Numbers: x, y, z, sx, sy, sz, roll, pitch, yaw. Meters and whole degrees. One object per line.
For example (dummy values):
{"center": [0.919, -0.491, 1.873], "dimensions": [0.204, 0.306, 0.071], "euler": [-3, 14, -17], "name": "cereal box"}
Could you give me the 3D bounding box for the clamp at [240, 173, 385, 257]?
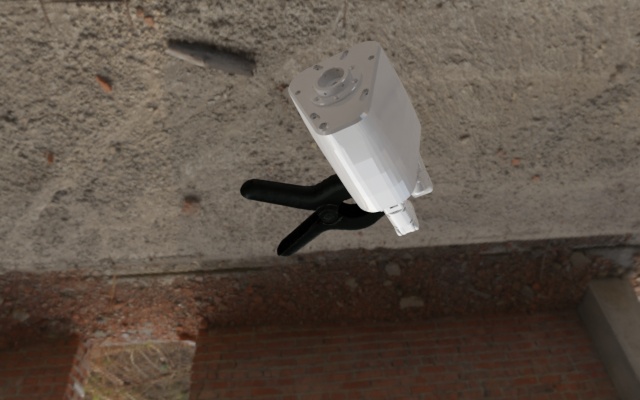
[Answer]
{"center": [0.000, 0.002, 0.527], "dimensions": [0.171, 0.039, 0.120], "euler": [-22, -44, 17], "name": "clamp"}
